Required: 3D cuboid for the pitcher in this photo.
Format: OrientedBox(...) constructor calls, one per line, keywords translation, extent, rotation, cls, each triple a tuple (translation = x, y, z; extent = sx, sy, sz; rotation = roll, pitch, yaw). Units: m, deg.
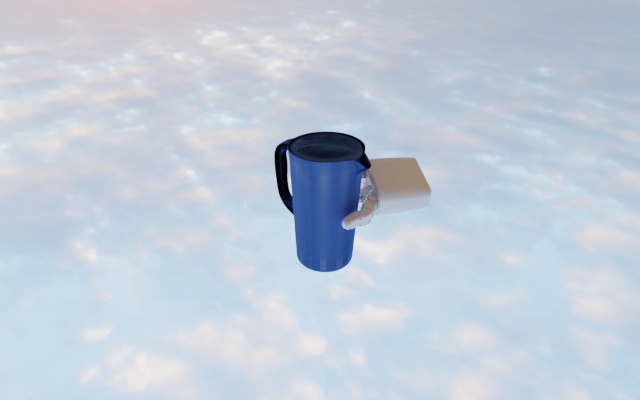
OrientedBox(translation=(0.000, 0.003, 0.871), extent=(0.145, 0.243, 0.149), rotation=(-7, 31, -13), cls="pitcher")
